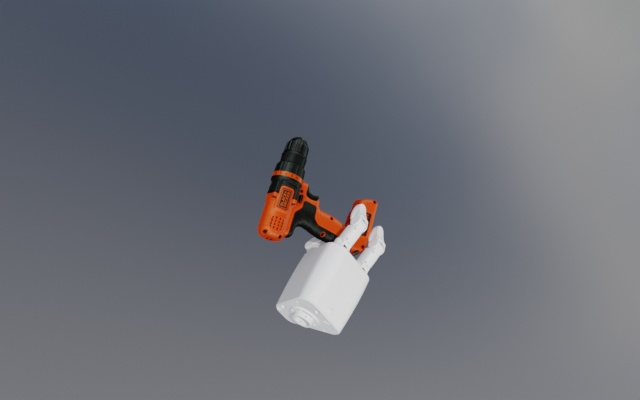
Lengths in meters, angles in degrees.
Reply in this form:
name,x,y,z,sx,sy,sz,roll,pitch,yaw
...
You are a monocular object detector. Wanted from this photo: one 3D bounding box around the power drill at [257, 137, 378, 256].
name,x,y,z,sx,sy,sz,roll,pitch,yaw
power drill,0.000,0.003,0.810,0.188,0.184,0.057,22,-17,-16
